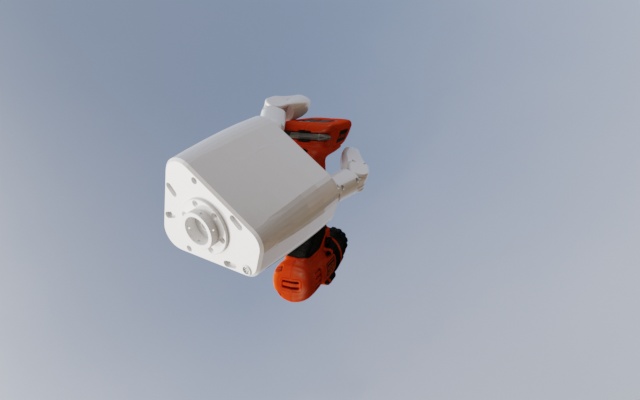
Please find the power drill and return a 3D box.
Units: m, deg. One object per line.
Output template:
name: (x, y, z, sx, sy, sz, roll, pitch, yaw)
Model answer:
power drill: (0.000, 0.001, 0.542, 0.057, 0.188, 0.184, 4, 12, 14)
